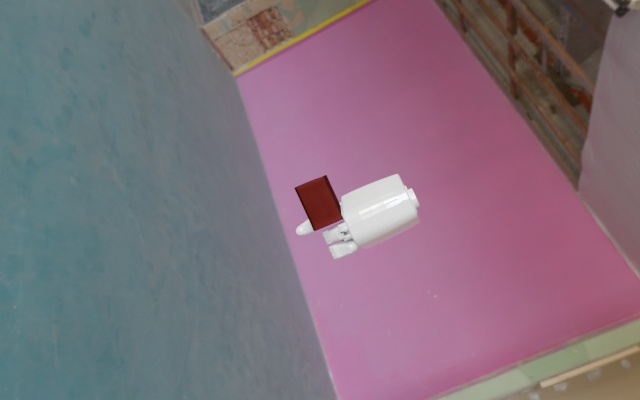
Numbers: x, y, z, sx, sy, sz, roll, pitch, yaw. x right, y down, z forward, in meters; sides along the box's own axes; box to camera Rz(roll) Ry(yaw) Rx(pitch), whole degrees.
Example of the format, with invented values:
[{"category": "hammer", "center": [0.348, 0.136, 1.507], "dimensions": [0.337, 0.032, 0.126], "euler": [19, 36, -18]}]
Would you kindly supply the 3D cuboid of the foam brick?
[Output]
[{"category": "foam brick", "center": [0.000, 0.002, 0.779], "dimensions": [0.051, 0.078, 0.053], "euler": [-24, 2, 9]}]
